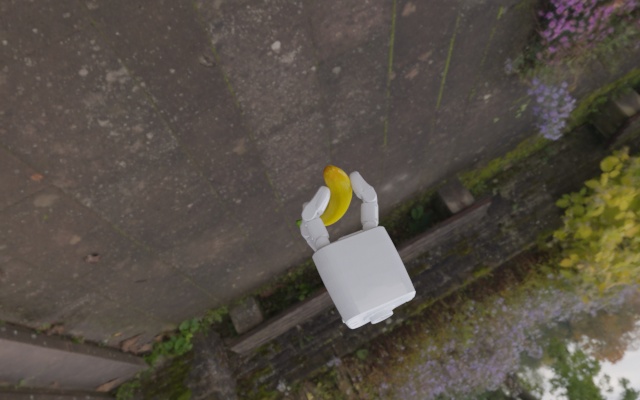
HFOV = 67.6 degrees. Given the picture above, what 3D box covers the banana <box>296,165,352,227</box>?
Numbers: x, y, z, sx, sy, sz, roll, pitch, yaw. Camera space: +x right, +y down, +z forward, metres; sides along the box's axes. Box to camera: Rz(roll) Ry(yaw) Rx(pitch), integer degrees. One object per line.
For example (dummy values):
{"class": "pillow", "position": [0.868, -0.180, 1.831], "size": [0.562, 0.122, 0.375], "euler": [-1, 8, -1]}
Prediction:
{"class": "banana", "position": [0.016, 0.001, 0.764], "size": [0.069, 0.037, 0.198], "euler": [-12, -24, -22]}
